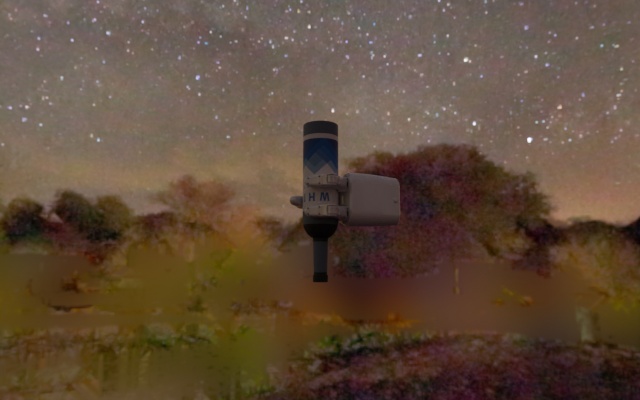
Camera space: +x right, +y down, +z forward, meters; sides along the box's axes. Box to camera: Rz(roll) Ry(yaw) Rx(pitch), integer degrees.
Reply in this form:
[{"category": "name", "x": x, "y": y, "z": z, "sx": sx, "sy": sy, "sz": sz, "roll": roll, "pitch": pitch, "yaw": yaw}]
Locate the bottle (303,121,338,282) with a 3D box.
[{"category": "bottle", "x": 0.000, "y": 0.003, "z": 0.890, "sx": 0.069, "sy": 0.295, "sz": 0.069, "roll": 0, "pitch": -8, "yaw": 0}]
